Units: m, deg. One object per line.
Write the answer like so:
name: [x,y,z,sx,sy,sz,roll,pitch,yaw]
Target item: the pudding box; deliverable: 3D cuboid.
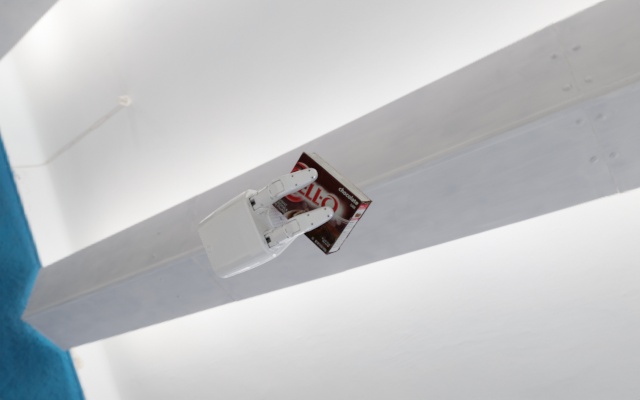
pudding box: [0.000,0.002,0.641,0.113,0.090,0.039,40,23,20]
